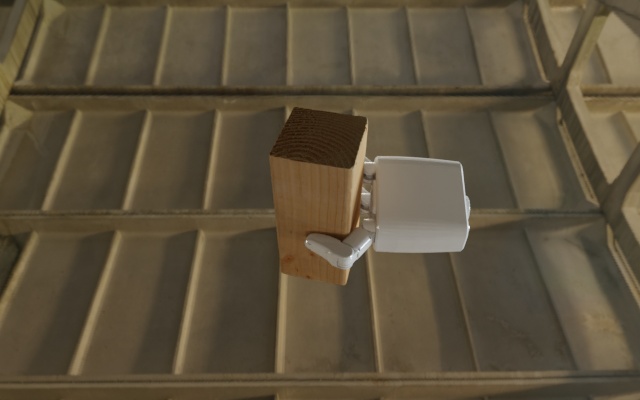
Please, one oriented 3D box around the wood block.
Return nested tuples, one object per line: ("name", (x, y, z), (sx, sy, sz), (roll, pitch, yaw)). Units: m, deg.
("wood block", (0.000, 0.002, 0.580), (0.090, 0.206, 0.090), (10, 47, 10))
